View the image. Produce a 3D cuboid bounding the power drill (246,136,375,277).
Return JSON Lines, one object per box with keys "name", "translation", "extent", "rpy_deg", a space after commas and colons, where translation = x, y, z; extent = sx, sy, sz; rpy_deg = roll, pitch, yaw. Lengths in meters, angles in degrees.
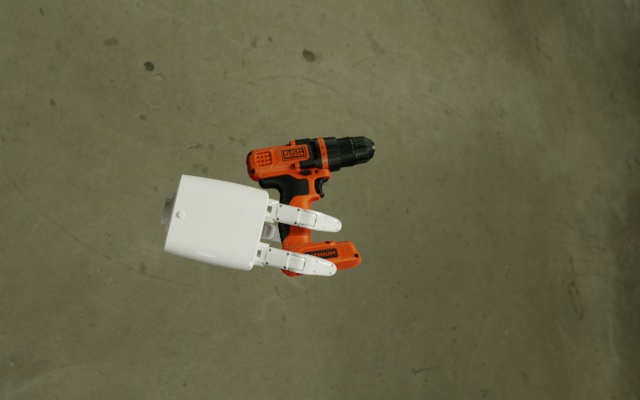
{"name": "power drill", "translation": [0.000, 0.003, 0.655], "extent": [0.184, 0.187, 0.057], "rpy_deg": [-10, -19, -5]}
